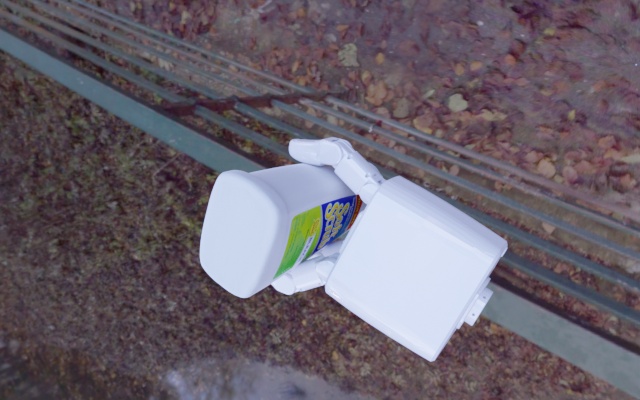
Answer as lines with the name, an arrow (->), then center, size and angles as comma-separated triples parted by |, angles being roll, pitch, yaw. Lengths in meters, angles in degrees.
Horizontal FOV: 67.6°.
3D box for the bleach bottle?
bleach bottle -> 0.000, 0.002, 0.463 | 0.068, 0.103, 0.251 | 33, 29, 22
